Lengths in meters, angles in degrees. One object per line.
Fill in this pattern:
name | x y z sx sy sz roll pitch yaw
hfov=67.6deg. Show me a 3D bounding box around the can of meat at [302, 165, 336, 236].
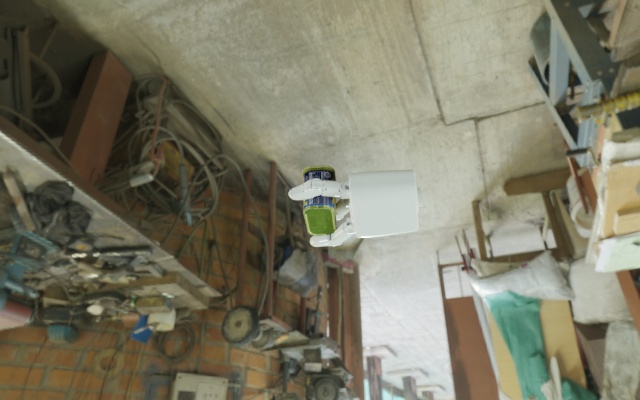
can of meat | 0.000 0.003 0.831 0.057 0.084 0.102 -3 -32 4
